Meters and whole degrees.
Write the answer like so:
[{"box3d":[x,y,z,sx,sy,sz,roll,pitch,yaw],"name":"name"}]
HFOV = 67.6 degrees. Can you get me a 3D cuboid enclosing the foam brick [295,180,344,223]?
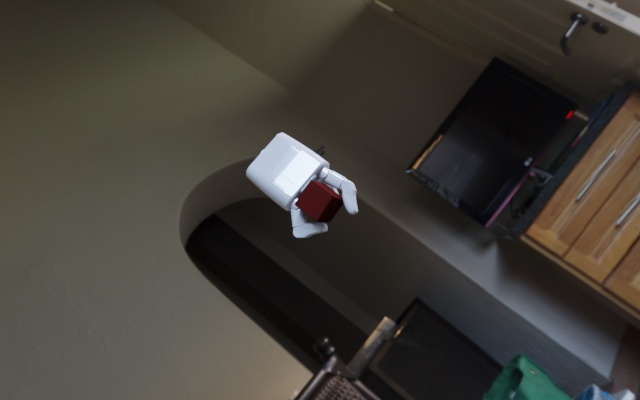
[{"box3d":[0.000,0.003,0.825,0.051,0.053,0.078,37,7,17],"name":"foam brick"}]
